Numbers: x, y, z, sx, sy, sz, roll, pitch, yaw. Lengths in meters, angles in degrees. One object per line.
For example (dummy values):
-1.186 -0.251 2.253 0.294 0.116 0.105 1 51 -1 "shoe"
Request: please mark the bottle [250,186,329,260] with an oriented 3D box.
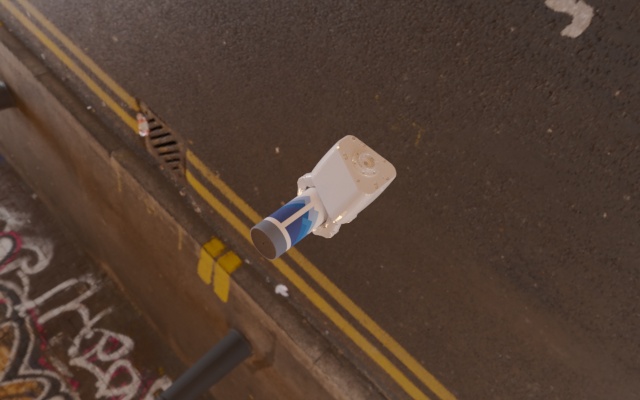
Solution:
0.000 0.003 0.893 0.295 0.069 0.069 -36 23 -35 "bottle"
